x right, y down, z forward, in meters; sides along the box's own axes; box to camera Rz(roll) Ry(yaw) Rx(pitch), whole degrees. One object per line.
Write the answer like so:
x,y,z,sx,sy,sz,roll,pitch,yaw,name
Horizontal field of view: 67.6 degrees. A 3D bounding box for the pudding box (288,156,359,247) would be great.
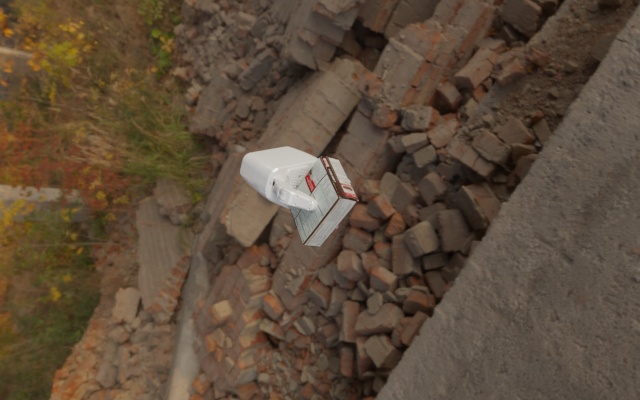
0.000,0.002,0.724,0.039,0.090,0.113,6,-45,-35,pudding box
